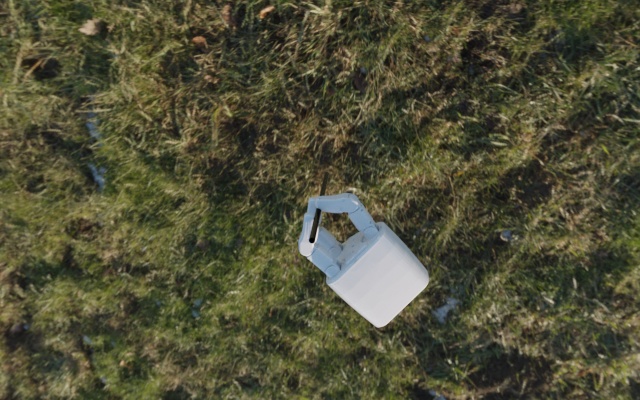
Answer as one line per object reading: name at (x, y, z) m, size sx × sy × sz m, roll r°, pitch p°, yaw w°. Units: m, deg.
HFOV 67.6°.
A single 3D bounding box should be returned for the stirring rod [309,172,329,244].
stirring rod at (0.000, 0.002, 0.687) m, size 0.011 × 0.011 × 0.239 m, roll 0°, pitch 23°, yaw 5°
